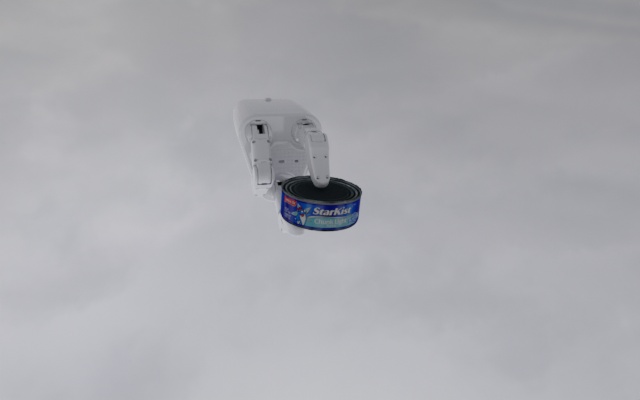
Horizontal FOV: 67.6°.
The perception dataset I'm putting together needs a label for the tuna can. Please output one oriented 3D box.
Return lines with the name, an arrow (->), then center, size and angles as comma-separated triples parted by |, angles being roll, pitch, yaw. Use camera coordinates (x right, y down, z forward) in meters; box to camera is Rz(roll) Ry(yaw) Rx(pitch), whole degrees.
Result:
tuna can -> 0.000, 0.002, 0.508 | 0.086, 0.034, 0.086 | 5, 20, -2
